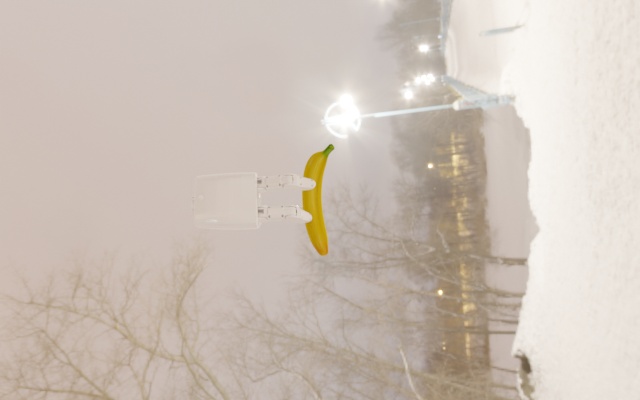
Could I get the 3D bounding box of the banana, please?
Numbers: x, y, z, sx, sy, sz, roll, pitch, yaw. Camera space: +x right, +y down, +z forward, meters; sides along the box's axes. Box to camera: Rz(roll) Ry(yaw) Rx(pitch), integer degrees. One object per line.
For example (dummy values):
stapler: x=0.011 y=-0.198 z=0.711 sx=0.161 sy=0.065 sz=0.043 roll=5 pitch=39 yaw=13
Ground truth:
banana: x=-0.008 y=-0.001 z=0.862 sx=0.037 sy=0.198 sz=0.069 roll=1 pitch=2 yaw=-27
